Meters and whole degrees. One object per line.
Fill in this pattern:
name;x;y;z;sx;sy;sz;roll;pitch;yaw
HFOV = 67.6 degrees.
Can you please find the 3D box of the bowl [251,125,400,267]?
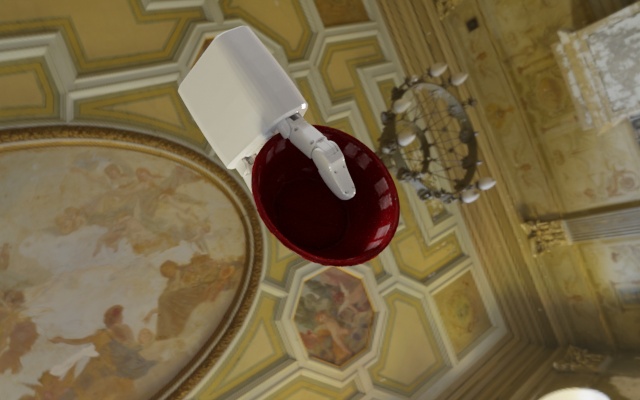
bowl;0.001;0.003;0.502;0.162;0.162;0.055;0;-27;-24
